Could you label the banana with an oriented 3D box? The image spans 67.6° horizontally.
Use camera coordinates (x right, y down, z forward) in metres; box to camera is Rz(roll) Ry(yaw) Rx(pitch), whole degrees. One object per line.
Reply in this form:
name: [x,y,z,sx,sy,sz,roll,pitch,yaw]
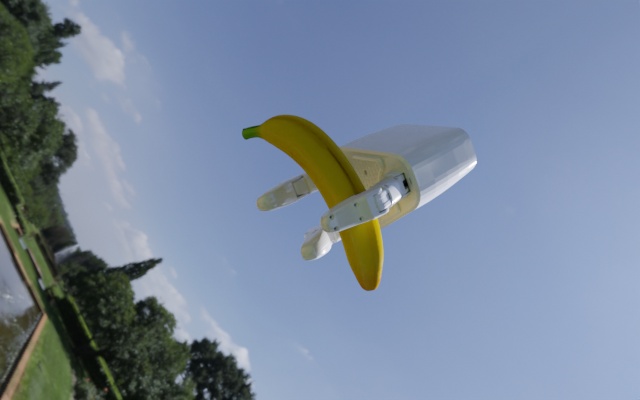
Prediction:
banana: [0.007,-0.011,0.437,0.037,0.198,0.070,-29,-11,-43]
